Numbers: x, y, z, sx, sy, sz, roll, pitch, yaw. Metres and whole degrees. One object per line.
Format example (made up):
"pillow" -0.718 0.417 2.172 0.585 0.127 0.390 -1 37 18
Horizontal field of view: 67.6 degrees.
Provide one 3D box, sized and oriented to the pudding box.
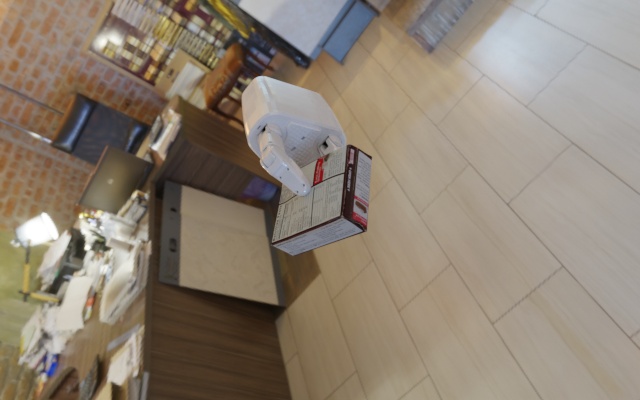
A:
"pudding box" 0.000 0.002 0.505 0.039 0.090 0.113 28 -35 -33
